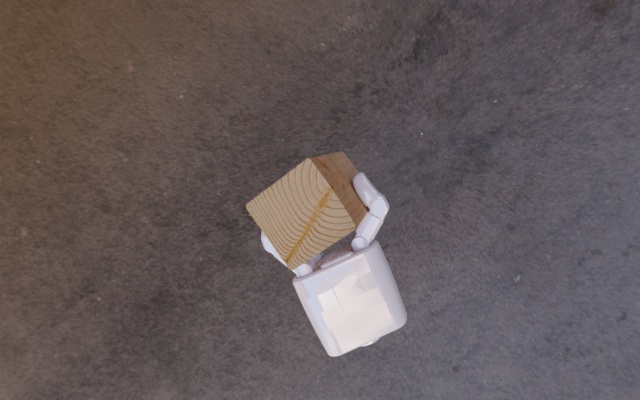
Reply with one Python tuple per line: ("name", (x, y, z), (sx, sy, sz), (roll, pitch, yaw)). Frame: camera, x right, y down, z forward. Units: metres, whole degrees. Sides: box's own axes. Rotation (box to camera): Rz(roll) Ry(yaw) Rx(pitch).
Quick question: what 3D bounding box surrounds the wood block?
("wood block", (0.001, 0.002, 0.597), (0.091, 0.090, 0.206), (-35, 0, 14))
